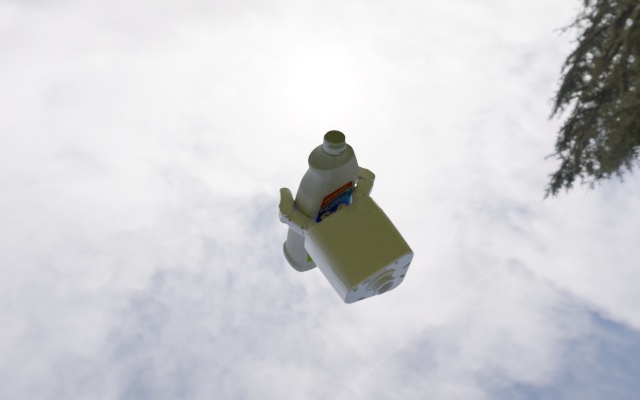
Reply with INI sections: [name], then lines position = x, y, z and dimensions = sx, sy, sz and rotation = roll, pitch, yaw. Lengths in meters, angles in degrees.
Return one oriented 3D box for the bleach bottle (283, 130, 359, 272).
[bleach bottle]
position = 0.000, 0.002, 0.707
dimensions = 0.102, 0.068, 0.251
rotation = -21, -35, -23
